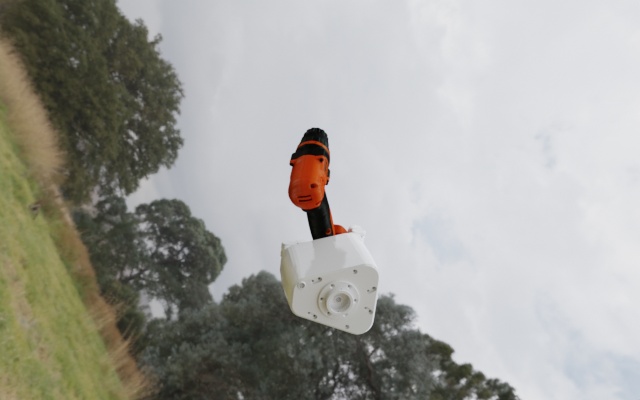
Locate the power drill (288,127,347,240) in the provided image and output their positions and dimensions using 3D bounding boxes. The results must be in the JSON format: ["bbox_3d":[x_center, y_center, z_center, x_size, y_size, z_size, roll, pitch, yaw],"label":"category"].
[{"bbox_3d":[0.000,0.003,0.710,0.057,0.188,0.184,-8,32,13],"label":"power drill"}]
